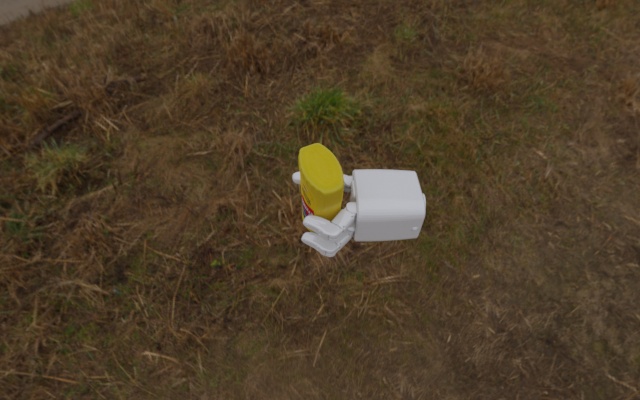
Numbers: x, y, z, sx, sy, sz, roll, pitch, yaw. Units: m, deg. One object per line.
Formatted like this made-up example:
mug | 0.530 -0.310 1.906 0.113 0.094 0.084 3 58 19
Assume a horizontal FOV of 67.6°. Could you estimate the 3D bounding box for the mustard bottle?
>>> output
mustard bottle | 0.000 0.002 0.770 0.058 0.096 0.192 -21 -31 -14
